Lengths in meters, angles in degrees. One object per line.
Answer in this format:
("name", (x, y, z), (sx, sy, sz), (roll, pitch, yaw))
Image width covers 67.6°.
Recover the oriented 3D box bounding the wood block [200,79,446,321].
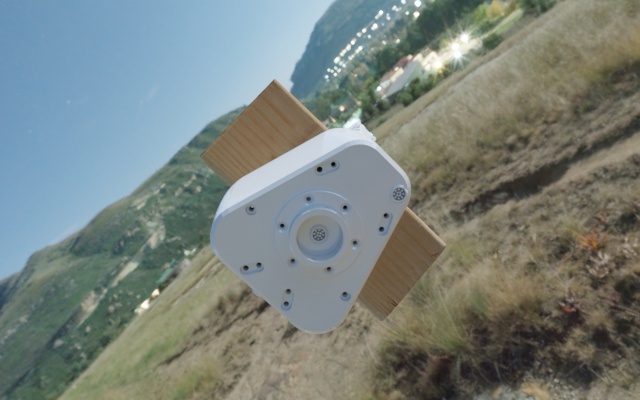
("wood block", (0.000, 0.001, 0.438), (0.206, 0.091, 0.090), (44, -7, -9))
